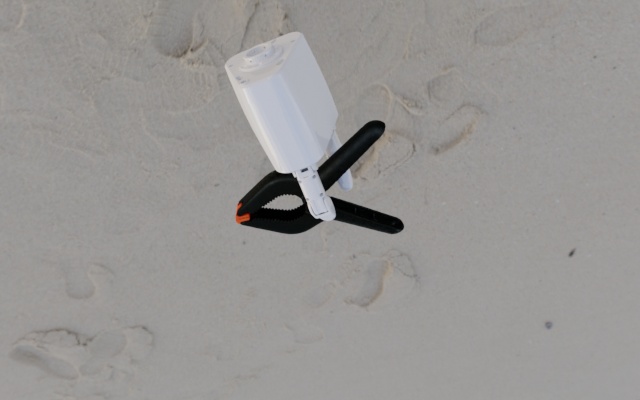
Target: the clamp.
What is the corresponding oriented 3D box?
[{"bbox_3d":[0.000,0.002,0.592,0.210,0.165,0.036,-18,35,11],"label":"clamp"}]
